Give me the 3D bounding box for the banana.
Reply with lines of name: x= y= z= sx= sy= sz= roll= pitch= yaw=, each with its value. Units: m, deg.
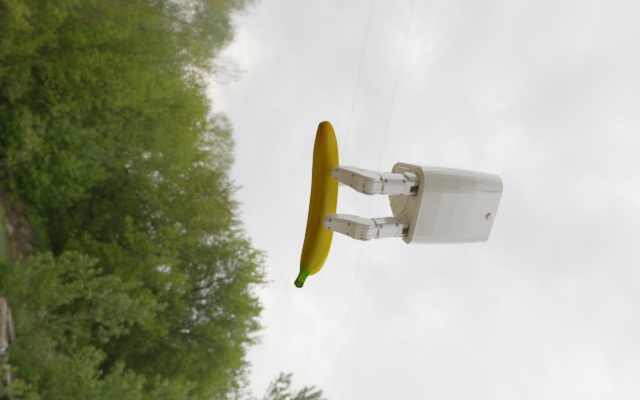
banana: x=0.001 y=0.005 z=0.582 sx=0.037 sy=0.198 sz=0.069 roll=7 pitch=1 yaw=5
